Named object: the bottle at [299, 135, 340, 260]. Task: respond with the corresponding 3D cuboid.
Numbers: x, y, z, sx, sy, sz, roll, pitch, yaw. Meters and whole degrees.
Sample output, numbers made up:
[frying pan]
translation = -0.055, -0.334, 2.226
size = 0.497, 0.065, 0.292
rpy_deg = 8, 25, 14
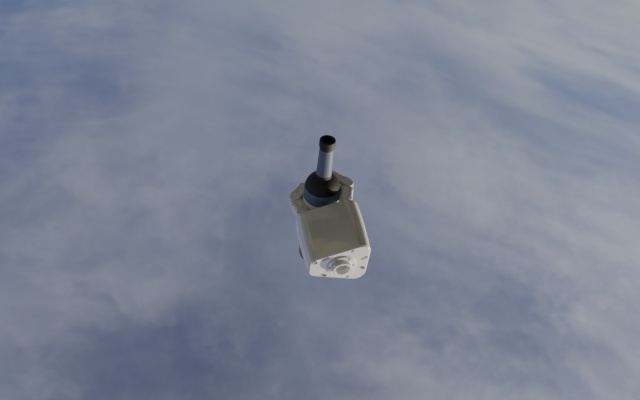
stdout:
[bottle]
translation = 0.000, 0.003, 0.893
size = 0.069, 0.069, 0.296
rpy_deg = 0, -44, -7
